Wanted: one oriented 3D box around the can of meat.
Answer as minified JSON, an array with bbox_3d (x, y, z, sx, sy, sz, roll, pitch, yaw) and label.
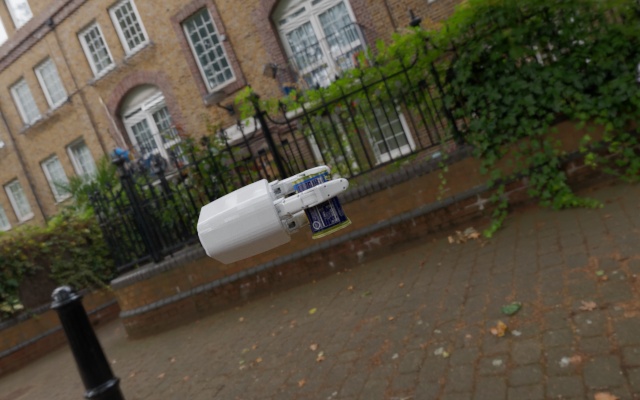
[{"bbox_3d":[0.000,0.002,0.681,0.057,0.084,0.102,-22,2,1],"label":"can of meat"}]
